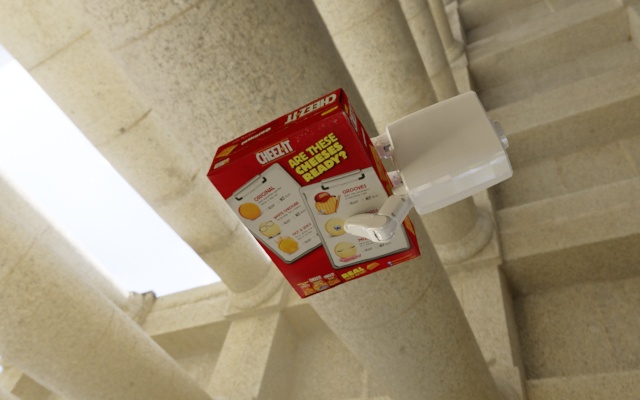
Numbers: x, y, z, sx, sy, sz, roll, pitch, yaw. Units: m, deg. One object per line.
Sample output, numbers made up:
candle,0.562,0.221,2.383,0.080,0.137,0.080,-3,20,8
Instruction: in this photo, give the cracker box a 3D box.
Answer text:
cracker box,0.000,0.002,0.557,0.164,0.214,0.072,-23,32,15
